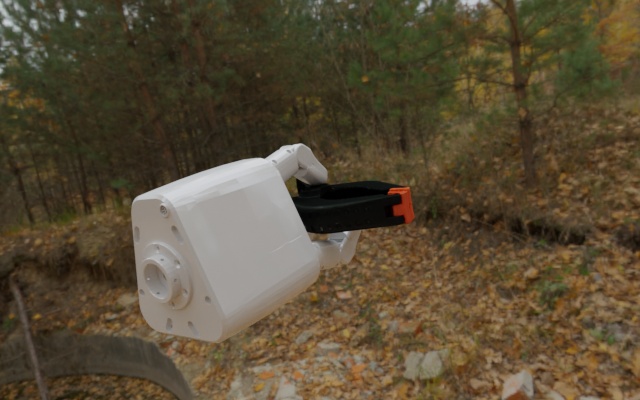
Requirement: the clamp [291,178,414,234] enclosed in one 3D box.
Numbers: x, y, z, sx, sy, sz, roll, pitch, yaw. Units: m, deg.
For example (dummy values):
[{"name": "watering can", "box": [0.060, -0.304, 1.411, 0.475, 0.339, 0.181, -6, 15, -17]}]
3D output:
[{"name": "clamp", "box": [0.000, 0.001, 0.465, 0.210, 0.036, 0.164, -3, 16, 36]}]
